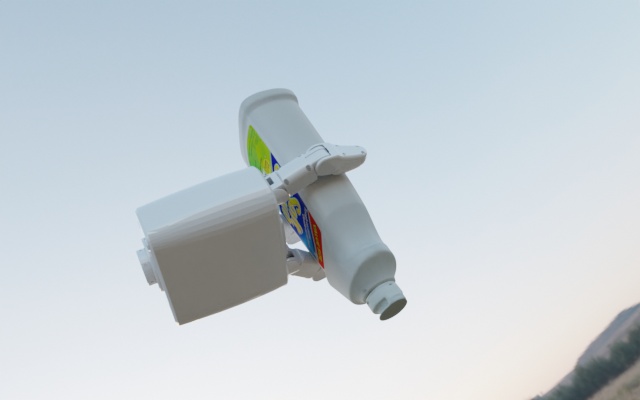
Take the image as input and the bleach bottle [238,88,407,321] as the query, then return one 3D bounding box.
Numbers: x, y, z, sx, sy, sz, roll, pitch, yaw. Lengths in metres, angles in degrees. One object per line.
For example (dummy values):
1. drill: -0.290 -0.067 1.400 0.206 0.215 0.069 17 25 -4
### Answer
1. bleach bottle: 0.000 0.002 0.458 0.068 0.103 0.250 -19 52 -23
